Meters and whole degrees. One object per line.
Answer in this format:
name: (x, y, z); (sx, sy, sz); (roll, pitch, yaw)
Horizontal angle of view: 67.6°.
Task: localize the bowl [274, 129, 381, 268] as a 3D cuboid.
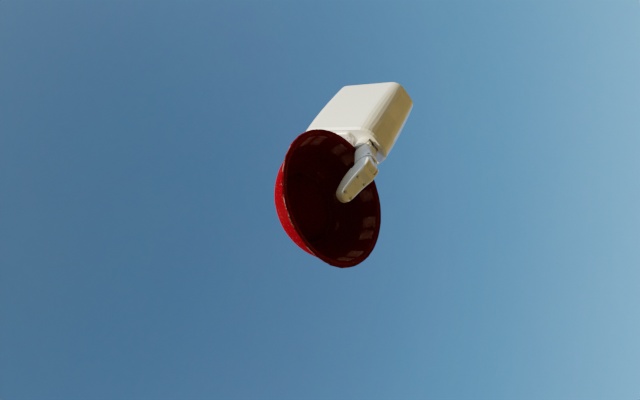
bowl: (-0.001, 0.003, 0.555); (0.055, 0.162, 0.162); (-19, -13, 41)
